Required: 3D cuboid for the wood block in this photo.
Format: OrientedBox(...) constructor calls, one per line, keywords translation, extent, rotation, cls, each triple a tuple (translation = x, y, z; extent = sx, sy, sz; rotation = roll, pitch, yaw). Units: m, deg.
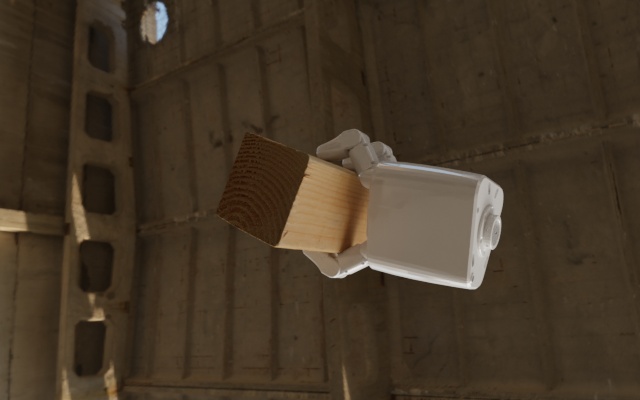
OrientedBox(translation=(0.000, 0.002, 0.529), extent=(0.090, 0.091, 0.206), rotation=(24, 5, 35), cls="wood block")
